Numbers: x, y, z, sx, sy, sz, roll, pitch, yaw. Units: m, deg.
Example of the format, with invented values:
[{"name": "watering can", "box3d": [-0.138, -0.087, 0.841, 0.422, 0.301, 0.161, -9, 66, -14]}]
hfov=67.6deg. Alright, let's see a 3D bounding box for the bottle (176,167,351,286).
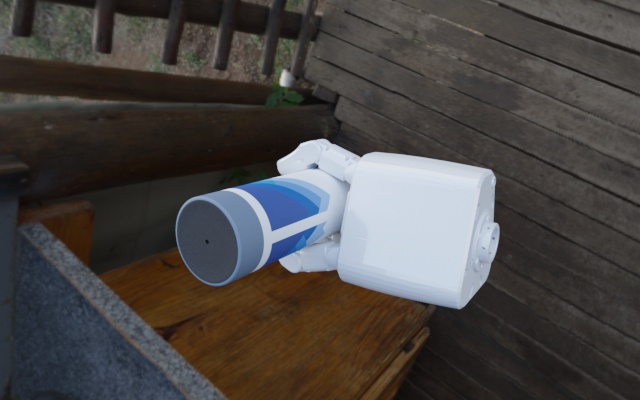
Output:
[{"name": "bottle", "box3d": [0.000, 0.002, 0.459, 0.069, 0.069, 0.295, 0, 11, 34]}]
